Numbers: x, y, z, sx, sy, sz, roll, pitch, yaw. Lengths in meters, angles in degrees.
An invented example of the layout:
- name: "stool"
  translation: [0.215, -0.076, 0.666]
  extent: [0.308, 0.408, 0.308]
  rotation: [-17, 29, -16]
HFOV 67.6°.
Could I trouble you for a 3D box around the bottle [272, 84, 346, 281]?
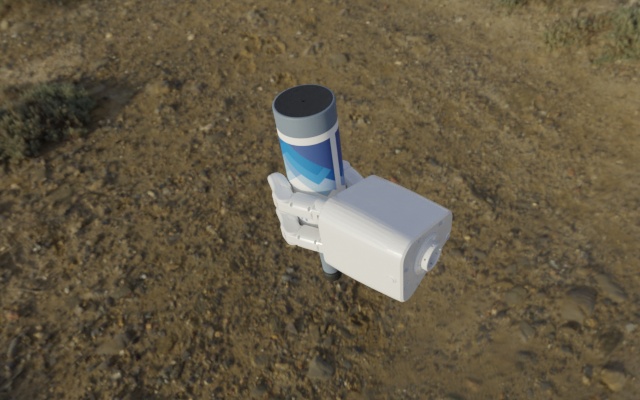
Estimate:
- name: "bottle"
  translation: [0.000, 0.002, 0.596]
  extent: [0.069, 0.296, 0.069]
  rotation: [-5, 44, 5]
